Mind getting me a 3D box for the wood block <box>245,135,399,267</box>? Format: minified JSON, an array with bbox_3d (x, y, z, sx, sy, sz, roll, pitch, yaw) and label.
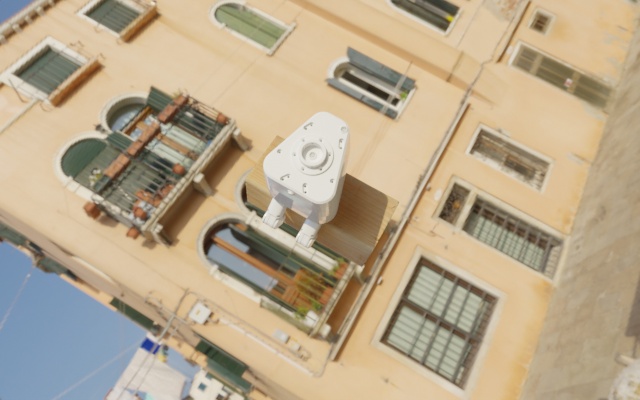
[{"bbox_3d":[0.000,0.002,0.719,0.206,0.090,0.090,30,-22,7],"label":"wood block"}]
